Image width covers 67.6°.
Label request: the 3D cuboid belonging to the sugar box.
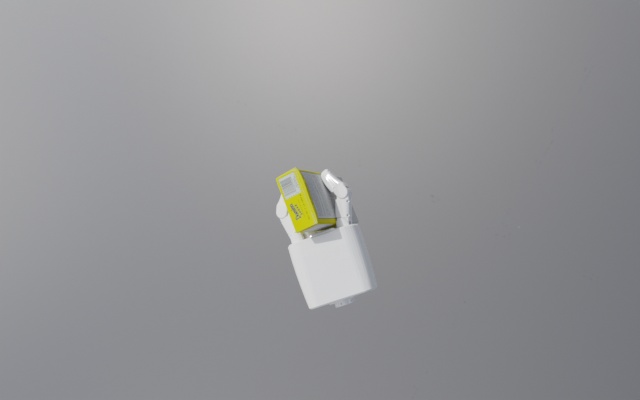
[{"bbox_3d":[0.000,0.003,0.783,0.048,0.093,0.176,-25,-12,19],"label":"sugar box"}]
